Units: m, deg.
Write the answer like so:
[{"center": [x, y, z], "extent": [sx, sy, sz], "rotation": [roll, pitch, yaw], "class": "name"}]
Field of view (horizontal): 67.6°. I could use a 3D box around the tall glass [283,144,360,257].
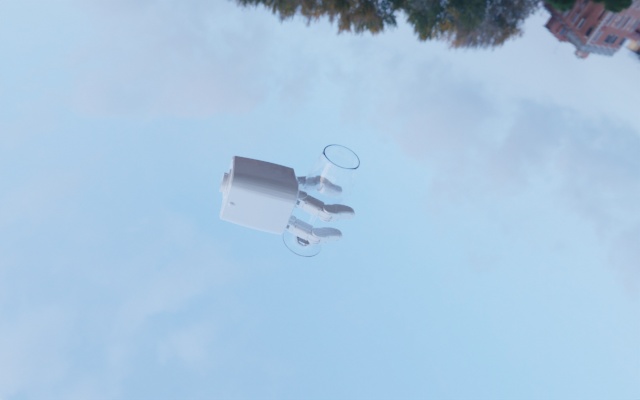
[{"center": [0.000, 0.003, 0.808], "extent": [0.079, 0.201, 0.079], "rotation": [16, 38, -13], "class": "tall glass"}]
